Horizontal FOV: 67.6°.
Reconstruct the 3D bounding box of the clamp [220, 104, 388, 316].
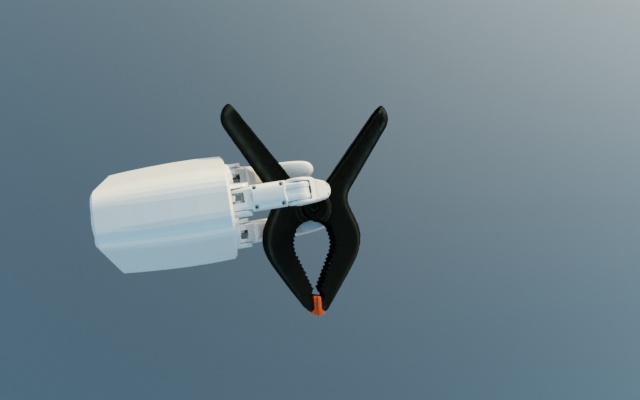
[{"bbox_3d":[0.000,0.002,0.462,0.164,0.210,0.036,-9,-2,-12],"label":"clamp"}]
